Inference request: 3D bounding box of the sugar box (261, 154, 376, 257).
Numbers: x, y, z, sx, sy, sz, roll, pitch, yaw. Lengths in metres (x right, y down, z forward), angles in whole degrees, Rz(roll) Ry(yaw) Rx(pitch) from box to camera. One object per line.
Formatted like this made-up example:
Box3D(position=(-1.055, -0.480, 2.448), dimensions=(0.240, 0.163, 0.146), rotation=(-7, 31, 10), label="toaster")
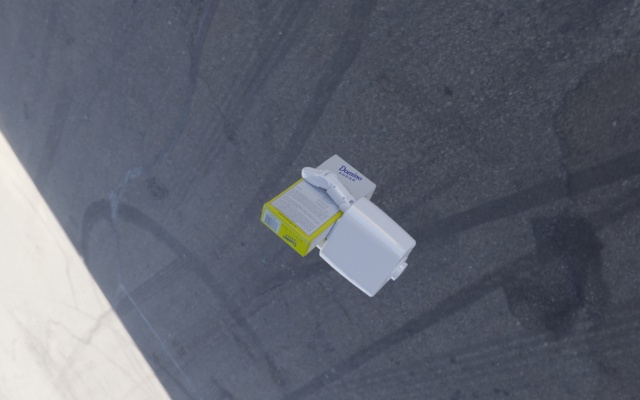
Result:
Box3D(position=(0.000, 0.003, 0.753), dimensions=(0.093, 0.048, 0.176), rotation=(40, 48, 17), label="sugar box")
